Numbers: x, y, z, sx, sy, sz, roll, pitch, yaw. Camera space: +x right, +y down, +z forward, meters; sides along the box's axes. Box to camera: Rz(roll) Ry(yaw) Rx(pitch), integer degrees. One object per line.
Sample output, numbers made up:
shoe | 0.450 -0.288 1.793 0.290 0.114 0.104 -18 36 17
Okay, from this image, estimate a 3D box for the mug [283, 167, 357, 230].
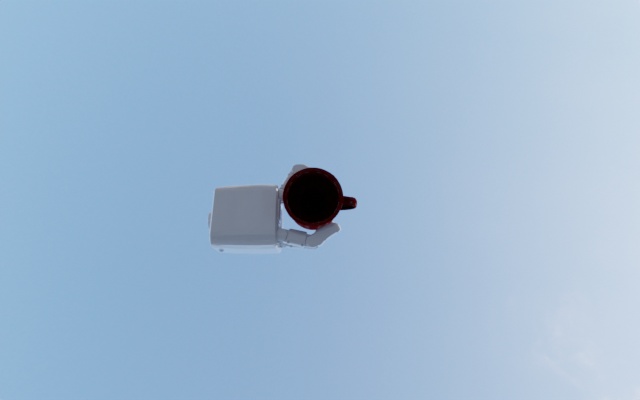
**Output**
mug | 0.002 0.002 0.767 0.117 0.093 0.081 0 -12 -1
